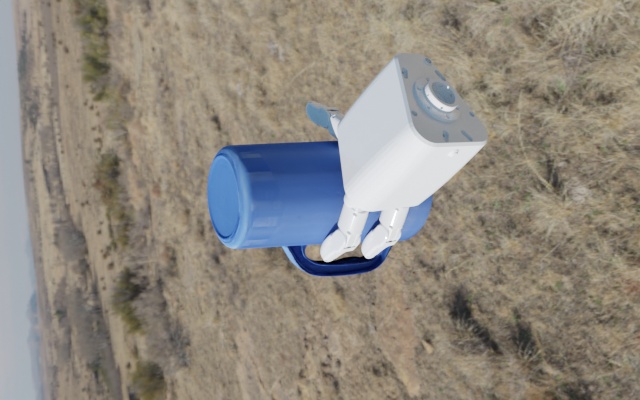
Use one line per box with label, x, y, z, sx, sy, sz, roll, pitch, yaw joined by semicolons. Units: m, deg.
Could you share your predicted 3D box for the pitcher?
pitcher;0.000;0.002;0.556;0.243;0.149;0.145;-4;-29;-33
